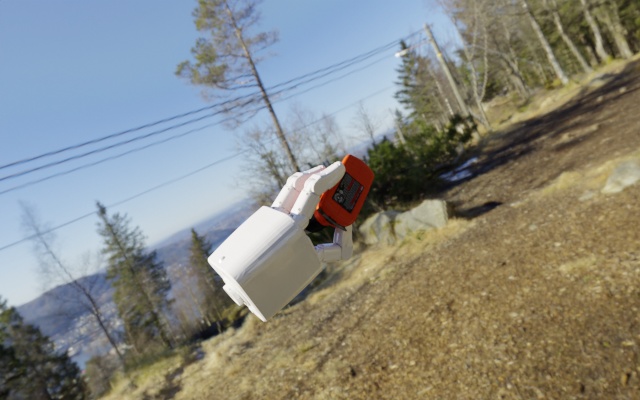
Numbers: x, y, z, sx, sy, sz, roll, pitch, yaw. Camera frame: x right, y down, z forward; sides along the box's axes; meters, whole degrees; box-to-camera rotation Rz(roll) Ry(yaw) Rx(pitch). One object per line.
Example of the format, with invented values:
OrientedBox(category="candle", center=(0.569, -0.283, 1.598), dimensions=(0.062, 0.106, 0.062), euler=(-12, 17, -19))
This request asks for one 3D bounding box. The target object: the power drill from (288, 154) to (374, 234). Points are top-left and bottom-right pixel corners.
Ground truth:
OrientedBox(category="power drill", center=(0.000, 0.002, 0.725), dimensions=(0.057, 0.184, 0.188), euler=(36, -34, -14))
